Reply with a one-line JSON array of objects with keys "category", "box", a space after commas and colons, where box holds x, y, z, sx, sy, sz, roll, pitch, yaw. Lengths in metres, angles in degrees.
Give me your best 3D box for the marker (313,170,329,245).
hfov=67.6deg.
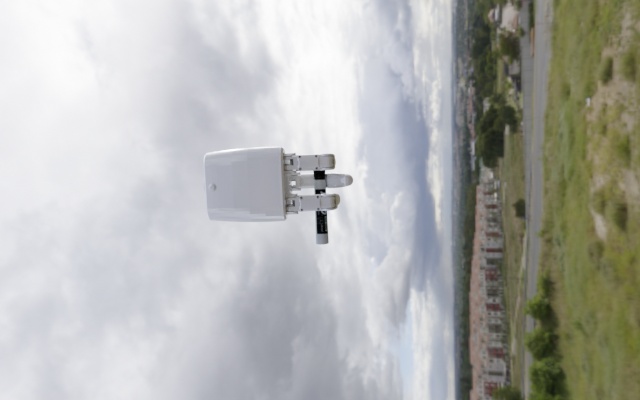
[{"category": "marker", "box": [0.000, 0.002, 0.685, 0.020, 0.121, 0.020, -2, 4, 0]}]
